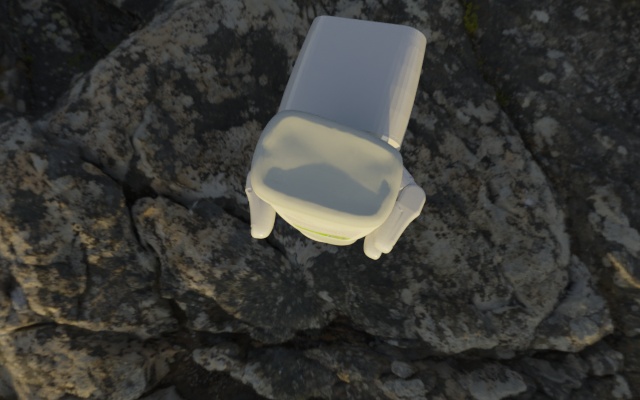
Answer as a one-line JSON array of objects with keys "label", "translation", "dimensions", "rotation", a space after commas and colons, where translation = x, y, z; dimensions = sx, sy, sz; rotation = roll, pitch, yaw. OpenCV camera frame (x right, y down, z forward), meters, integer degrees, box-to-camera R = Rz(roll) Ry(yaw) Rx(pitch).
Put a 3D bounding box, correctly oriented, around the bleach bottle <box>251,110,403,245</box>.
[{"label": "bleach bottle", "translation": [0.000, 0.001, 0.432], "dimensions": [0.102, 0.068, 0.251], "rotation": [18, -11, 0]}]
